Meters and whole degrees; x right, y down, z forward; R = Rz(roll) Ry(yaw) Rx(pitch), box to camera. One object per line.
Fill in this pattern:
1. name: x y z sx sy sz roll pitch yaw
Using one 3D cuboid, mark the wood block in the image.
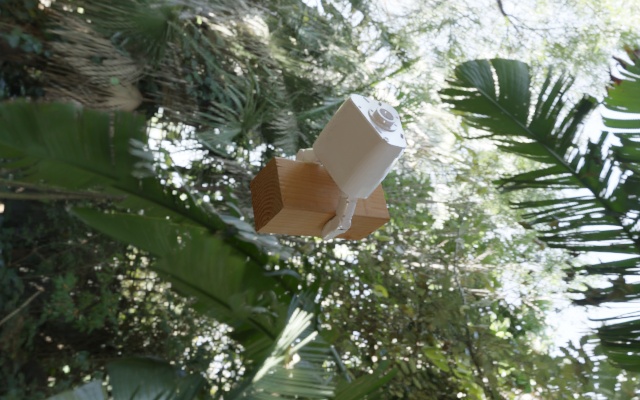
1. wood block: 0.001 0.003 0.778 0.206 0.090 0.090 8 -31 -34
